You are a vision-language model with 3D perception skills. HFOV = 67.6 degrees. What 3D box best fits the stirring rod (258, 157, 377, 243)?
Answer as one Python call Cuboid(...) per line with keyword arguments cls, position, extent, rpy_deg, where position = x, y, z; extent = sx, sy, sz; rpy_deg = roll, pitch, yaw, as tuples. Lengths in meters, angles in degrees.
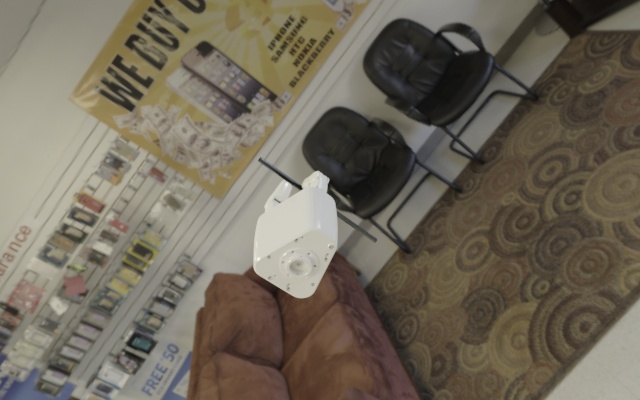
Cuboid(cls="stirring rod", position=(0.000, 0.003, 0.765), extent=(0.239, 0.011, 0.011), rpy_deg=(35, -13, -19))
